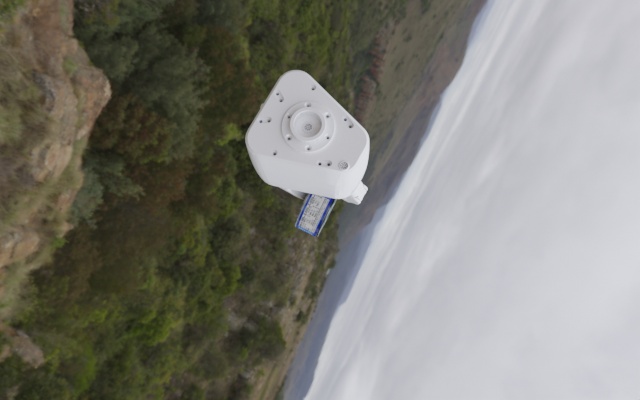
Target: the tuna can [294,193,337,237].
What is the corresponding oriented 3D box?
[{"bbox_3d":[0.001,0.002,0.608,0.034,0.086,0.086,26,1,3],"label":"tuna can"}]
